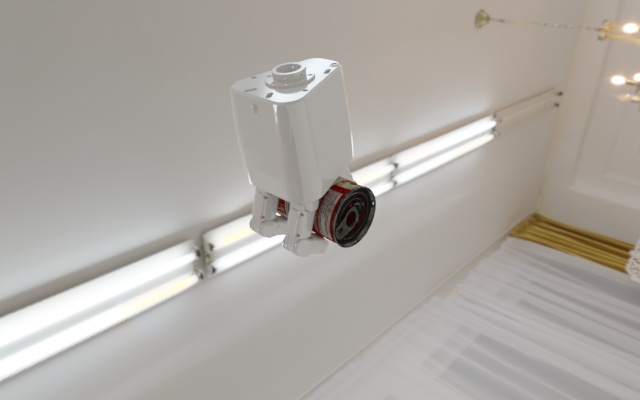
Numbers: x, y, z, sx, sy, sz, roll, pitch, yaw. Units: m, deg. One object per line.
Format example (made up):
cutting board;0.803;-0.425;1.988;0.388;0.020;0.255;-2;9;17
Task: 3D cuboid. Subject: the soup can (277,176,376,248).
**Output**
soup can;0.000;0.002;0.525;0.102;0.068;0.068;24;15;37
